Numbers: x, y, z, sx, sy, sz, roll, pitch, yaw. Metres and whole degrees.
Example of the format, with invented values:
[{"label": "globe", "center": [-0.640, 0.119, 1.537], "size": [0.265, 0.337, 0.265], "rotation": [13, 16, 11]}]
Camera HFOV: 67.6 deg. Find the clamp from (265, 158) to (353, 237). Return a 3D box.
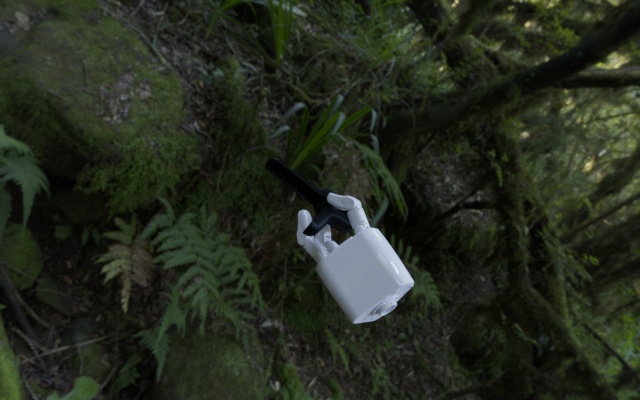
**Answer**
[{"label": "clamp", "center": [0.001, 0.002, 0.821], "size": [0.036, 0.164, 0.210], "rotation": [-45, -29, 20]}]
